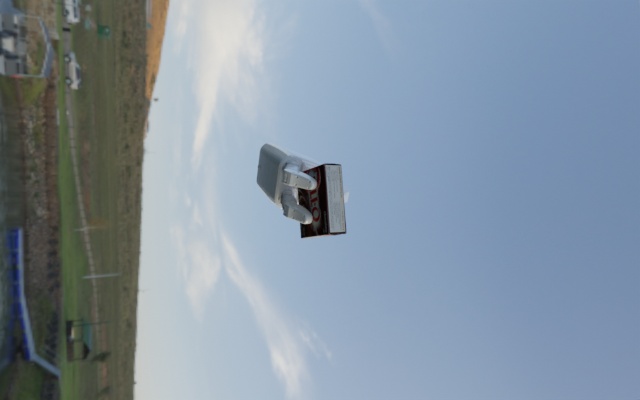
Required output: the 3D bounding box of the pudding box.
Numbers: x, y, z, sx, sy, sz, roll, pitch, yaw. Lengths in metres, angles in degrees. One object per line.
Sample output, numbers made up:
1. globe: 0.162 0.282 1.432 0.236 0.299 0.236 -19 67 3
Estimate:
1. pudding box: 0.000 0.003 0.770 0.039 0.113 0.090 -3 -6 -31
